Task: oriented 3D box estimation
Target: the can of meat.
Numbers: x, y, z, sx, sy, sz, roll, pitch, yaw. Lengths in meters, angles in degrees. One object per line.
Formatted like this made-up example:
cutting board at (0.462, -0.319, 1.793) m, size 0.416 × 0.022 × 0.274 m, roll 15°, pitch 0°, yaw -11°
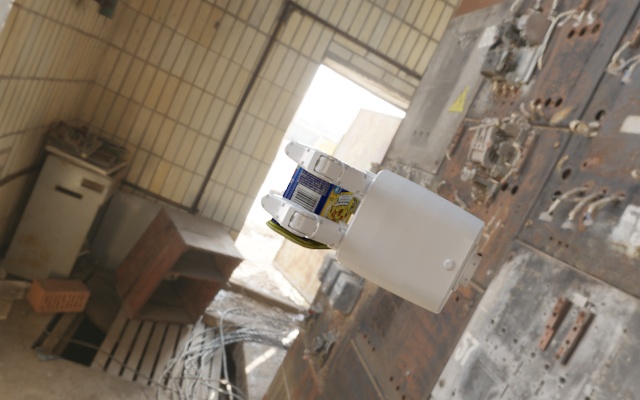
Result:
can of meat at (0.000, 0.001, 0.498) m, size 0.057 × 0.084 × 0.102 m, roll 29°, pitch 6°, yaw 23°
